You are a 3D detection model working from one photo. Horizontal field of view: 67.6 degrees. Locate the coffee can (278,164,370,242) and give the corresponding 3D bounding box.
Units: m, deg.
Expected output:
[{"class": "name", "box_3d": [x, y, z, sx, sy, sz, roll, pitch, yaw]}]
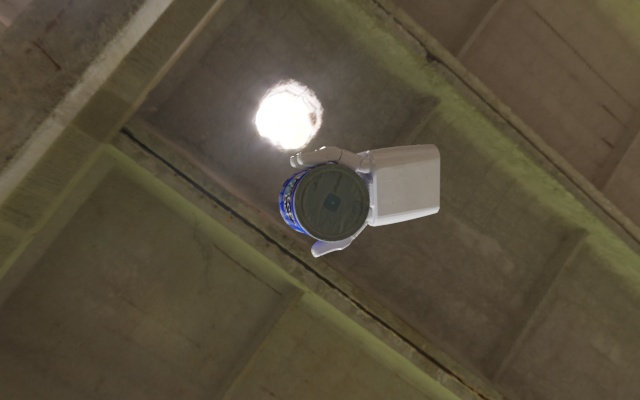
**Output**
[{"class": "coffee can", "box_3d": [0.000, 0.002, 0.688, 0.103, 0.103, 0.140, 0, 1, -13]}]
